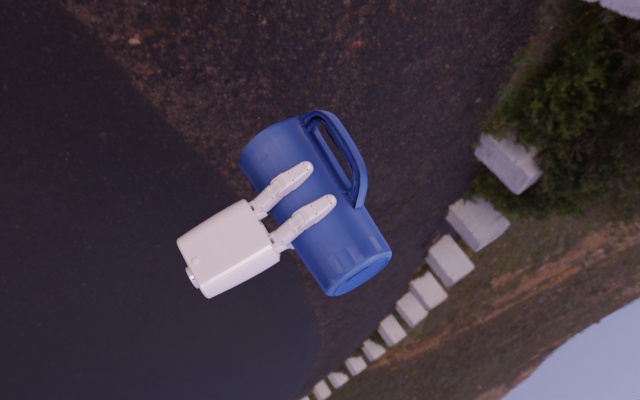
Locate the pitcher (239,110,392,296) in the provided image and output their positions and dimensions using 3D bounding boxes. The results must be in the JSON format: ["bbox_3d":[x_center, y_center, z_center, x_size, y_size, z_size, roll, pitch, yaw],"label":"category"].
[{"bbox_3d":[0.000,0.002,0.678,0.145,0.242,0.149,-29,-20,-11],"label":"pitcher"}]
